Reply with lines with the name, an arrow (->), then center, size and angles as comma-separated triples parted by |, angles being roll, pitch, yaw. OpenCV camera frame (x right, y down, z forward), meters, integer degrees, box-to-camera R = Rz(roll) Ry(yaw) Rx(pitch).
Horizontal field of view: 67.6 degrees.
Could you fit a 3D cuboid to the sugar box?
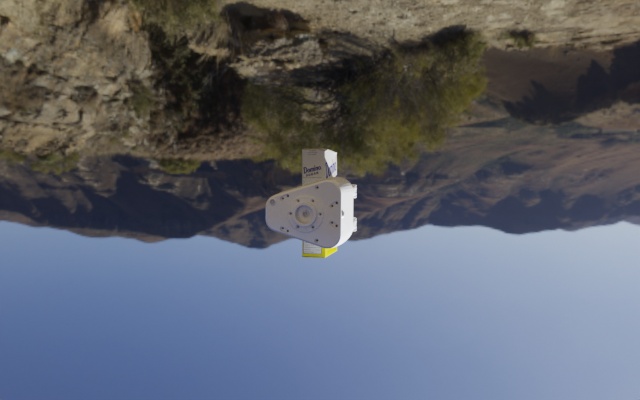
sugar box -> 0.001, 0.003, 0.804 | 0.048, 0.176, 0.093 | 3, 3, 14
